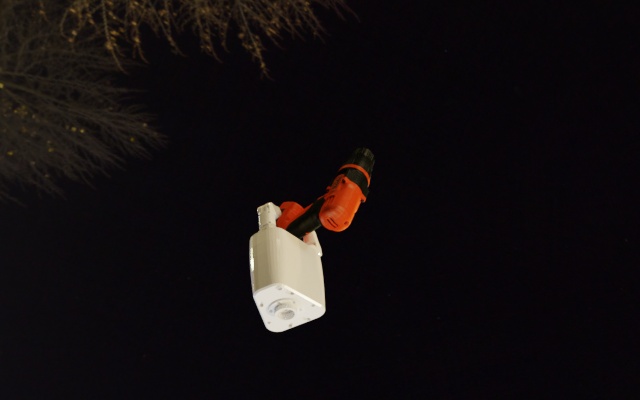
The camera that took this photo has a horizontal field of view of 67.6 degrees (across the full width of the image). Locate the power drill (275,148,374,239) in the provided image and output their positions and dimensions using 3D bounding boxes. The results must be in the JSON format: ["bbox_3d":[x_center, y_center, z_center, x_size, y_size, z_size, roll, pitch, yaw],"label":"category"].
[{"bbox_3d":[0.000,0.003,0.774,0.188,0.057,0.184,-33,18,39],"label":"power drill"}]
